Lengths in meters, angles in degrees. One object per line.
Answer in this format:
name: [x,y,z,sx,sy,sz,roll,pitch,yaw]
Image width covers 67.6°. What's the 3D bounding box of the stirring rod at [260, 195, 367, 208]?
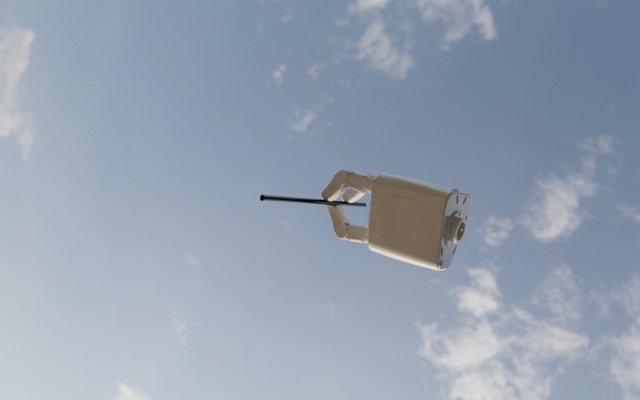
stirring rod: [0.000,0.002,0.680,0.011,0.011,0.239,0,-3,36]
